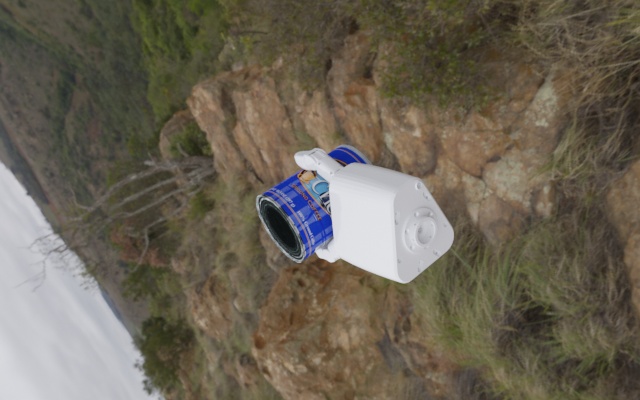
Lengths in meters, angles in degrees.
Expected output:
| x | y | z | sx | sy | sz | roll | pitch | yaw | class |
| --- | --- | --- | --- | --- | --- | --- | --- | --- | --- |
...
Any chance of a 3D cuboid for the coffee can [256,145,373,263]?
| x | y | z | sx | sy | sz | roll | pitch | yaw | class |
| --- | --- | --- | --- | --- | --- | --- | --- | --- | --- |
| 0.000 | 0.002 | 0.640 | 0.140 | 0.103 | 0.103 | -33 | 15 | -24 | coffee can |
